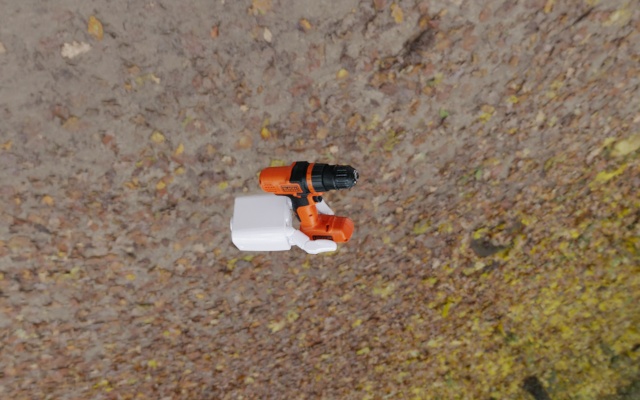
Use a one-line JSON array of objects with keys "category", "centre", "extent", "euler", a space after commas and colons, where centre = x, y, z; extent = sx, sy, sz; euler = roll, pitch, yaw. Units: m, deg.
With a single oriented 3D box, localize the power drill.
[{"category": "power drill", "centre": [0.000, 0.003, 0.877], "extent": [0.184, 0.057, 0.188], "euler": [1, -40, 25]}]
